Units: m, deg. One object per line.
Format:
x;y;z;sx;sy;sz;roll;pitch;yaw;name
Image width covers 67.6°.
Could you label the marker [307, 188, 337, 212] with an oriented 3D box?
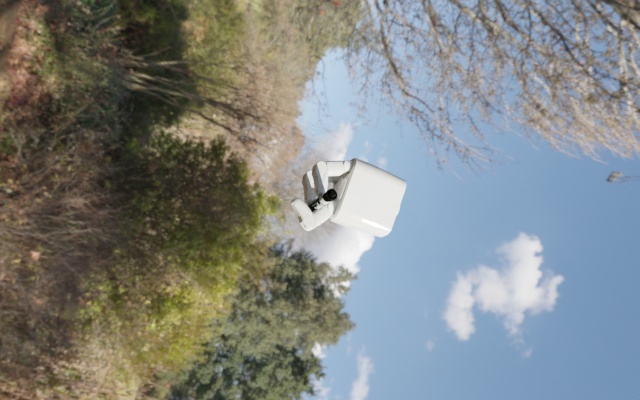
0.000;0.003;0.799;0.020;0.020;0.121;0;-13;-20;marker
